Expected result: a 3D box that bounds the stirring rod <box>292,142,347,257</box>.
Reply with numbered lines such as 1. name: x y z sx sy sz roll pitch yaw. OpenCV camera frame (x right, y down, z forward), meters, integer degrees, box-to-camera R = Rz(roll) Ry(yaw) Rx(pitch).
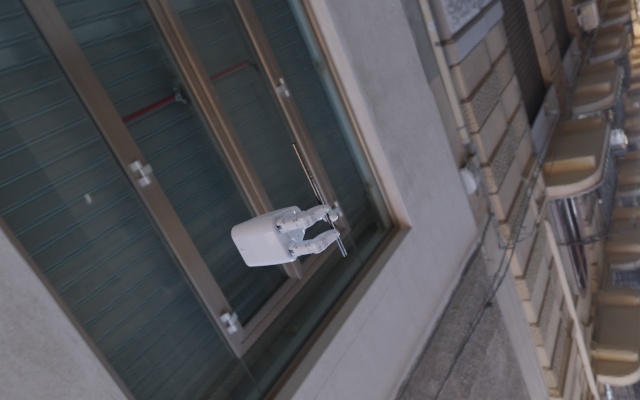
1. stirring rod: 0.000 0.003 0.878 0.011 0.240 0.011 -22 20 8
